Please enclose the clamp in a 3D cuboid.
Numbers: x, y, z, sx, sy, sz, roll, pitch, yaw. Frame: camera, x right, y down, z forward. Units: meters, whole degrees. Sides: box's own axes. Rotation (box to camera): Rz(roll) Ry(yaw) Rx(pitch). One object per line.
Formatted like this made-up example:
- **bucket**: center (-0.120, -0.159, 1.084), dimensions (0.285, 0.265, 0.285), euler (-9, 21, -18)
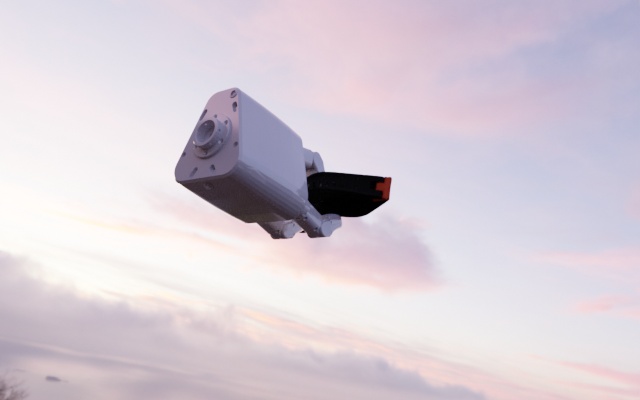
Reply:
- **clamp**: center (0.001, 0.001, 0.596), dimensions (0.210, 0.036, 0.165), euler (-5, -25, 33)
